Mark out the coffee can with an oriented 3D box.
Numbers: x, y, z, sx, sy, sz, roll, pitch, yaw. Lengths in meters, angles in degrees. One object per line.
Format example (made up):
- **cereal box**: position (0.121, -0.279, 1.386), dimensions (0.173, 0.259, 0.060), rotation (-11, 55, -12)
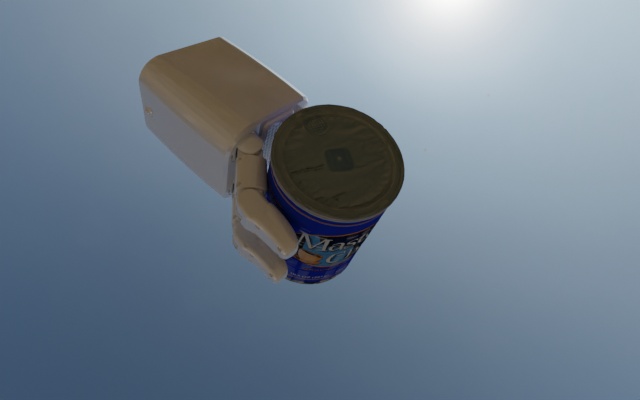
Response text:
- **coffee can**: position (0.000, 0.001, 0.414), dimensions (0.103, 0.102, 0.140), rotation (0, -29, -14)
